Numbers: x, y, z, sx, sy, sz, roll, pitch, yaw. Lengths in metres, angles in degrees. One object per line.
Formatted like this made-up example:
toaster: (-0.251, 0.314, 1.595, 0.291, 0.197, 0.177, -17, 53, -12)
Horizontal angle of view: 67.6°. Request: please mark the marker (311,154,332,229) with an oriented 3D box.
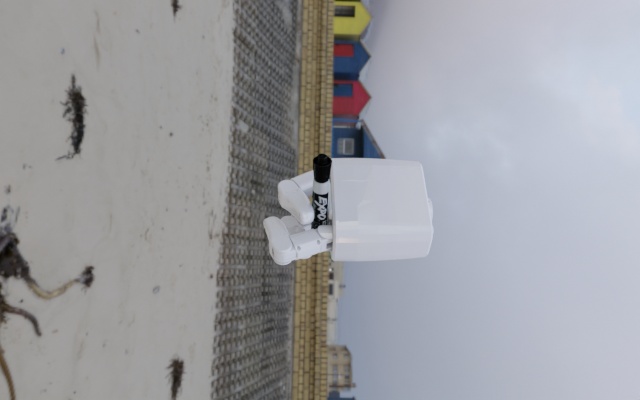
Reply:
marker: (0.000, 0.002, 0.498, 0.020, 0.121, 0.020, 1, 43, -1)
